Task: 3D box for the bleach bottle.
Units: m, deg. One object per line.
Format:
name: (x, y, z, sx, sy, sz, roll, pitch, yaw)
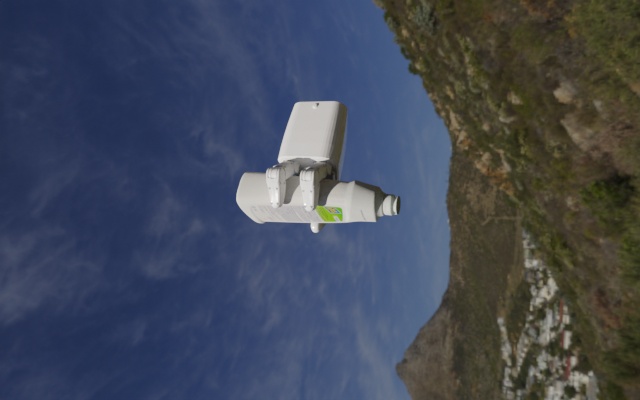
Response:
bleach bottle: (0.000, 0.002, 0.747, 0.251, 0.068, 0.103, 4, -22, 22)
